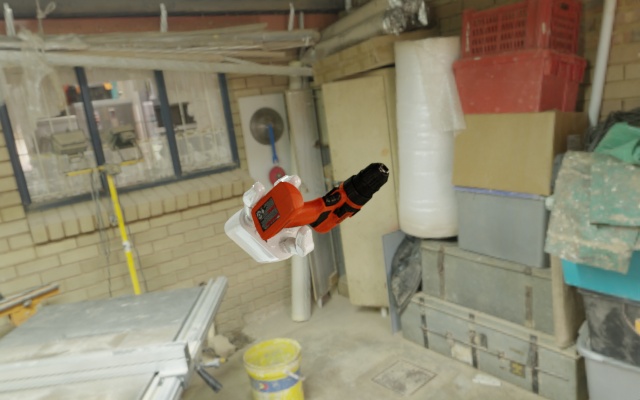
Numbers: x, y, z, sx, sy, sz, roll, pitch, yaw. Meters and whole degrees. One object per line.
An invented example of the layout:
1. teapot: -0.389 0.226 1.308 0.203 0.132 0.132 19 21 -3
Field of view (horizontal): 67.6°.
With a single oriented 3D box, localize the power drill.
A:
1. power drill: 0.000 0.003 0.750 0.187 0.057 0.184 -5 -29 -45
